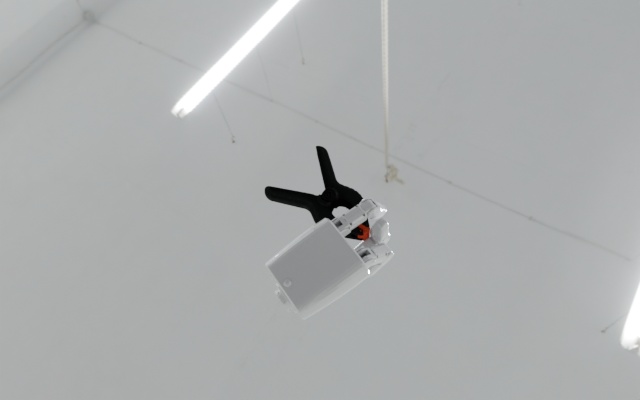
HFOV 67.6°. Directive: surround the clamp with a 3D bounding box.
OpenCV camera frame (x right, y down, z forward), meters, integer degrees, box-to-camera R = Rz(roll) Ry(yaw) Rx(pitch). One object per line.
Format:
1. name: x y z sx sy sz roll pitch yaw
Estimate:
1. clamp: 0.000 0.003 0.709 0.120 0.171 0.039 -36 -29 -7
